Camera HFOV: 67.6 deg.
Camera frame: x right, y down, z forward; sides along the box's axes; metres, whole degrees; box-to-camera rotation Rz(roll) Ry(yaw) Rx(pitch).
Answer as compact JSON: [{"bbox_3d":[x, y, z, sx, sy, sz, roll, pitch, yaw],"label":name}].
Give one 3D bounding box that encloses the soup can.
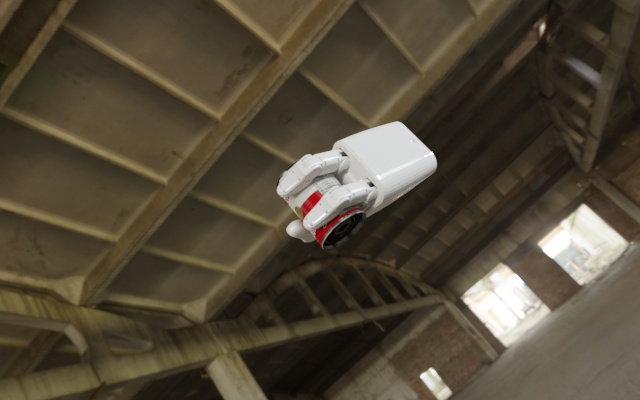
[{"bbox_3d":[0.000,0.002,0.599,0.068,0.102,0.068,-32,-24,-17],"label":"soup can"}]
